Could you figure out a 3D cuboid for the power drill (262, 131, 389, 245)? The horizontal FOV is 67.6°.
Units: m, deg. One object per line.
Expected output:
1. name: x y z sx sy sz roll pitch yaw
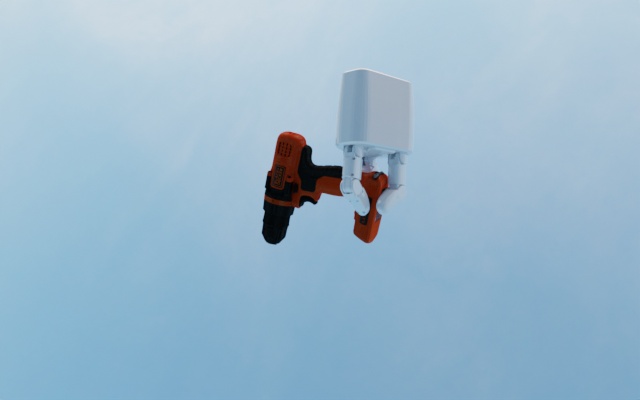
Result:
1. power drill: 0.001 0.002 0.730 0.187 0.184 0.057 17 18 17
